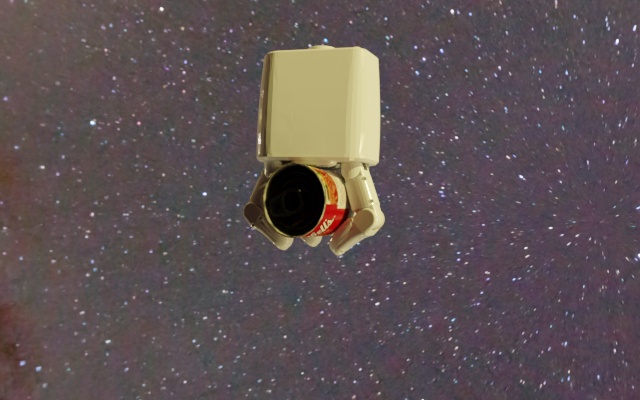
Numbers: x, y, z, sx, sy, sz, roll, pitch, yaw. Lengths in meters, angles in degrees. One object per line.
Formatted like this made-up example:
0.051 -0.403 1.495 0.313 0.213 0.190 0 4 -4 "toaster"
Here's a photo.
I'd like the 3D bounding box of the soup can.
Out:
0.000 0.002 0.472 0.068 0.068 0.102 0 -2 30 "soup can"
